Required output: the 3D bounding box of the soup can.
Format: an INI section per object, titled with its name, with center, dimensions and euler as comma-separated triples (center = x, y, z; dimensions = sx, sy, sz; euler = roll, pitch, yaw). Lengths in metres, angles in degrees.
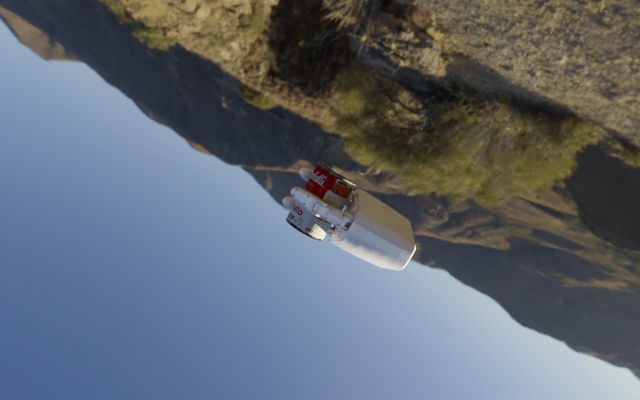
[soup can]
center = 0.000, 0.002, 0.735
dimensions = 0.068, 0.102, 0.068
euler = 30, 6, -4
